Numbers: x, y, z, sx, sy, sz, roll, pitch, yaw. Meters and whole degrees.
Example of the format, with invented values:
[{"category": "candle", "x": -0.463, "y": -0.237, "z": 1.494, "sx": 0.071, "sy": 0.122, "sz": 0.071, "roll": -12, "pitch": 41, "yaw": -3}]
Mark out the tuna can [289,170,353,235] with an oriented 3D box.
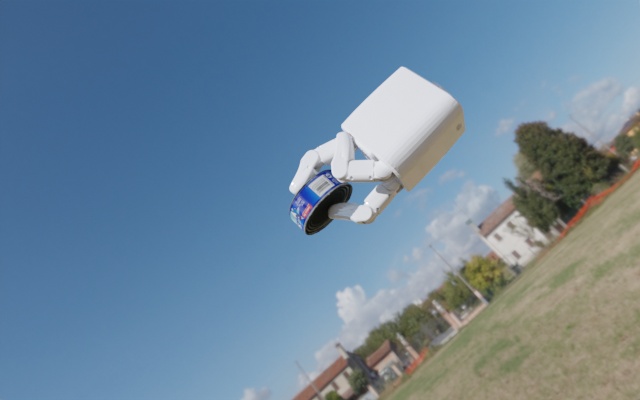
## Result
[{"category": "tuna can", "x": 0.000, "y": 0.002, "z": 0.619, "sx": 0.033, "sy": 0.086, "sz": 0.086, "roll": 42, "pitch": 18, "yaw": 20}]
